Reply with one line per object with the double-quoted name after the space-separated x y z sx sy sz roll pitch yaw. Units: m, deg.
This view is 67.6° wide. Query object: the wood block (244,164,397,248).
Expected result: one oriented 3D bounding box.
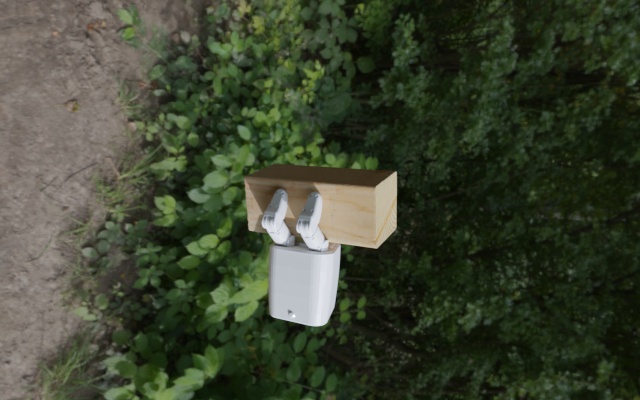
0.000 0.003 0.707 0.206 0.090 0.091 6 18 26 "wood block"
